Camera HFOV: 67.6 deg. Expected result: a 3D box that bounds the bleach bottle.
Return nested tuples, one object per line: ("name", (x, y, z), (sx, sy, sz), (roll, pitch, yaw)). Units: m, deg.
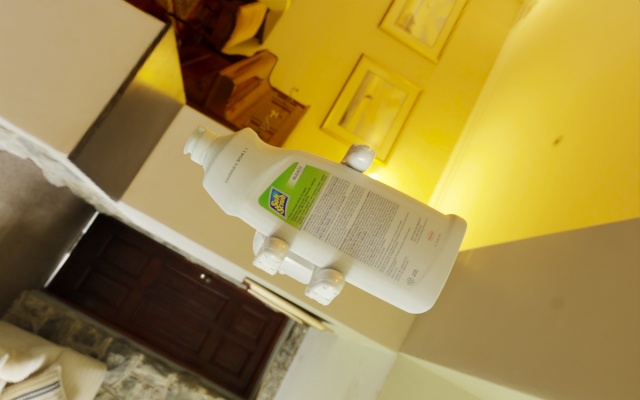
("bleach bottle", (0.000, 0.002, 0.430), (0.251, 0.102, 0.068), (30, -18, -5))
